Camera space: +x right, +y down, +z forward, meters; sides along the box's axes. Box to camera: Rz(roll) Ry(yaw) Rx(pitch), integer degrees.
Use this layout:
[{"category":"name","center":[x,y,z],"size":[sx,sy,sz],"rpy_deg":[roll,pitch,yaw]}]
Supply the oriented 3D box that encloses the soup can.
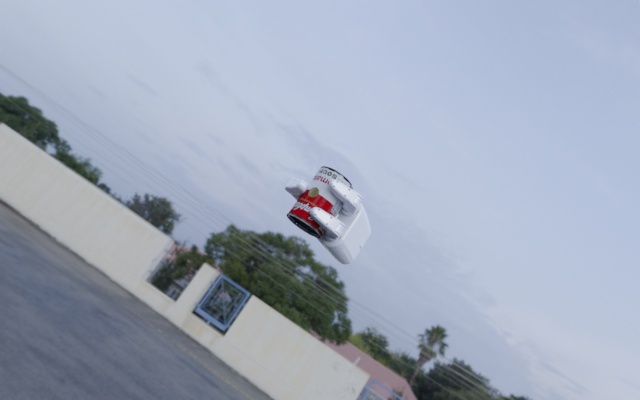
[{"category":"soup can","center":[0.000,0.002,0.794],"size":[0.068,0.102,0.068],"rpy_deg":[32,-14,9]}]
